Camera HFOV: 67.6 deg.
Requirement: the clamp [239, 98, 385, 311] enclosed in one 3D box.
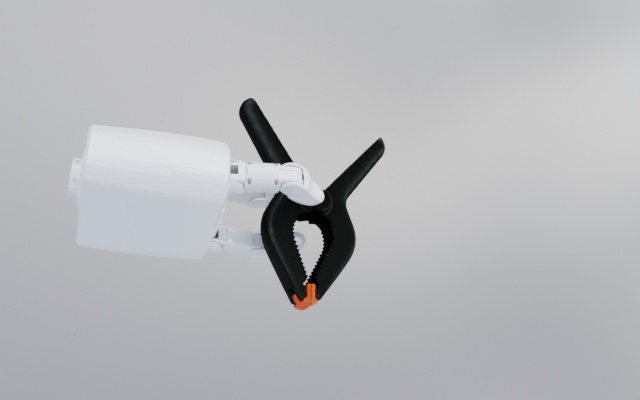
[{"bbox_3d":[0.000,0.002,0.471,0.164,0.210,0.036,7,-27,-22],"label":"clamp"}]
